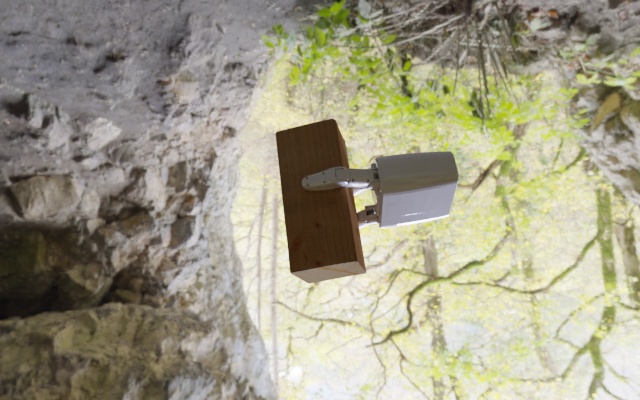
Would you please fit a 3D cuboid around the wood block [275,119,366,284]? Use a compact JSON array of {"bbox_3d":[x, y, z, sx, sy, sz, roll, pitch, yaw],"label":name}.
[{"bbox_3d":[0.000,0.002,0.677,0.090,0.206,0.091,-12,-21,10],"label":"wood block"}]
